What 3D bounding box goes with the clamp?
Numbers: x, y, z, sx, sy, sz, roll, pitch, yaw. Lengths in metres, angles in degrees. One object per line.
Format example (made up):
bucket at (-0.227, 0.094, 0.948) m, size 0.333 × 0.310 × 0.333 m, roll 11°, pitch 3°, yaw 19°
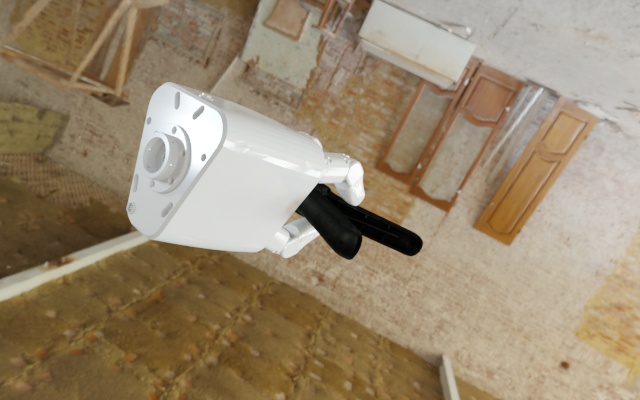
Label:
clamp at (-0.001, 0.002, 0.484) m, size 0.210 × 0.036 × 0.164 m, roll 33°, pitch 11°, yaw 35°
